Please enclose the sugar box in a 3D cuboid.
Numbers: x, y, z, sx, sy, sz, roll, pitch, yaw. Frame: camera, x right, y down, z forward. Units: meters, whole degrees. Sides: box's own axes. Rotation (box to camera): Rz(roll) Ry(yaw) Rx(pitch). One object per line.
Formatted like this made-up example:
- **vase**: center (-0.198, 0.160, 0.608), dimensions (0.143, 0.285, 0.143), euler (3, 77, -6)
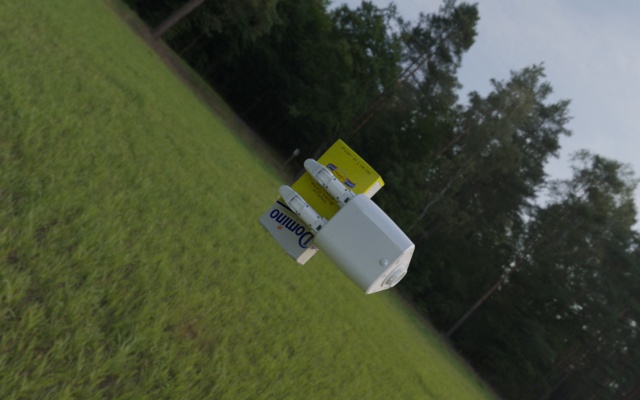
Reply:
- **sugar box**: center (0.000, 0.002, 0.719), dimensions (0.093, 0.176, 0.048), euler (45, -1, 22)
